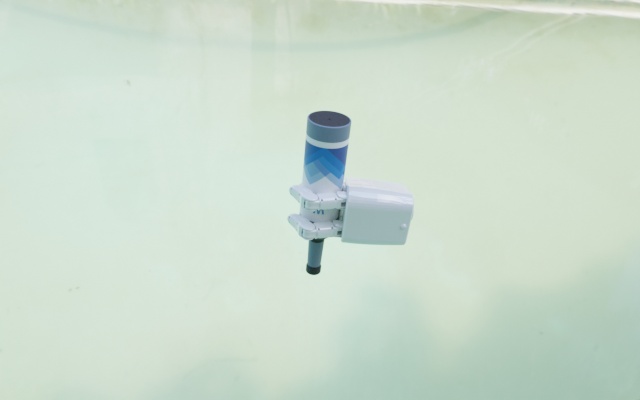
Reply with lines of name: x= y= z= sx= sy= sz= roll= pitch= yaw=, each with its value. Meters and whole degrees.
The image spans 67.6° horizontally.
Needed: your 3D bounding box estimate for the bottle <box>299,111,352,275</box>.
bottle: x=0.000 y=0.002 z=0.789 sx=0.069 sy=0.296 sz=0.069 roll=4 pitch=32 yaw=-3
